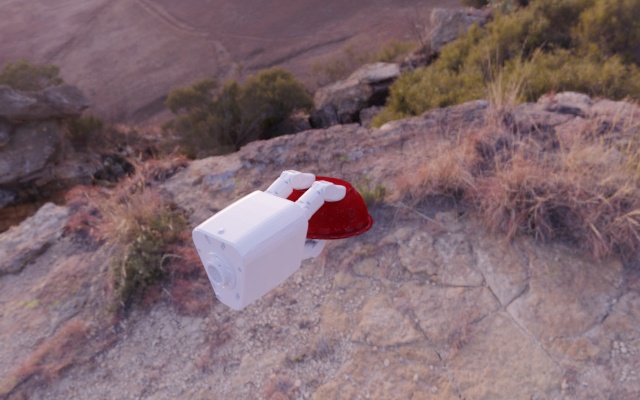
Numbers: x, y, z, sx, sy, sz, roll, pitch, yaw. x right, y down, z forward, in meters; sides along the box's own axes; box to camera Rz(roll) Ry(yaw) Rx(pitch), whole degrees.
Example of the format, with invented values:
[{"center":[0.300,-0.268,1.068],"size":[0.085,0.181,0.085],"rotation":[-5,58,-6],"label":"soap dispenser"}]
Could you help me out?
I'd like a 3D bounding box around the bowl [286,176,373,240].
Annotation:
[{"center":[0.001,0.002,0.710],"size":[0.162,0.055,0.162],"rotation":[3,18,-1],"label":"bowl"}]
